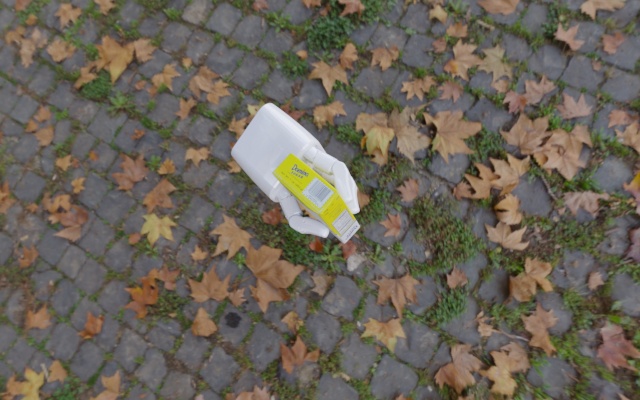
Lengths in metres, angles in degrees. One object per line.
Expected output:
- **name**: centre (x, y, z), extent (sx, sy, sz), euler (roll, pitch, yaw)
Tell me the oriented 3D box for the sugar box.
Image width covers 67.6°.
- **sugar box**: centre (0.000, 0.002, 0.703), extent (0.093, 0.048, 0.176), euler (42, -1, 22)
